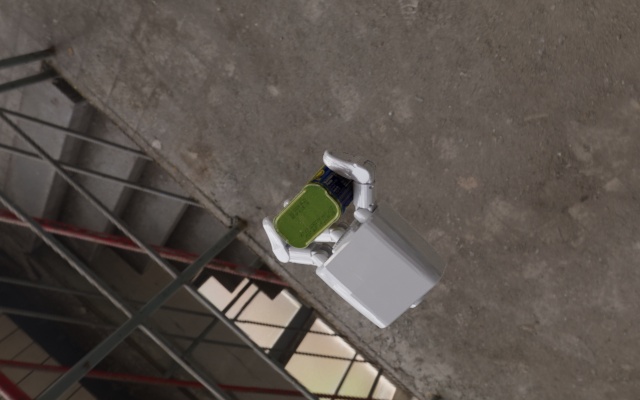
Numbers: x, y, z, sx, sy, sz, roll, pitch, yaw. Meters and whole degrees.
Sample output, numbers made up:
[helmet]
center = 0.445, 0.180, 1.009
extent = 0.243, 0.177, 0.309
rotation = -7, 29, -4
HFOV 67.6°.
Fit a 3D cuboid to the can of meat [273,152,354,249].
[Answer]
[can of meat]
center = 0.000, 0.002, 0.565
extent = 0.102, 0.057, 0.084
rotation = -45, 2, 38
